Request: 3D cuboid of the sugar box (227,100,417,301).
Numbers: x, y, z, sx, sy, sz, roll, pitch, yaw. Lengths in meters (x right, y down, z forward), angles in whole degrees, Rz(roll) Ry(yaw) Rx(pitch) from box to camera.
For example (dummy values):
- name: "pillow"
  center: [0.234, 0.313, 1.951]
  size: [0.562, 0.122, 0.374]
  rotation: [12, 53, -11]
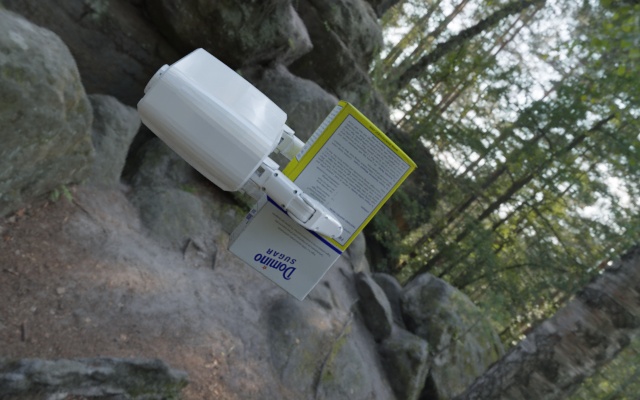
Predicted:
- name: "sugar box"
  center: [0.000, 0.001, 0.463]
  size: [0.093, 0.176, 0.048]
  rotation: [39, 9, -16]
